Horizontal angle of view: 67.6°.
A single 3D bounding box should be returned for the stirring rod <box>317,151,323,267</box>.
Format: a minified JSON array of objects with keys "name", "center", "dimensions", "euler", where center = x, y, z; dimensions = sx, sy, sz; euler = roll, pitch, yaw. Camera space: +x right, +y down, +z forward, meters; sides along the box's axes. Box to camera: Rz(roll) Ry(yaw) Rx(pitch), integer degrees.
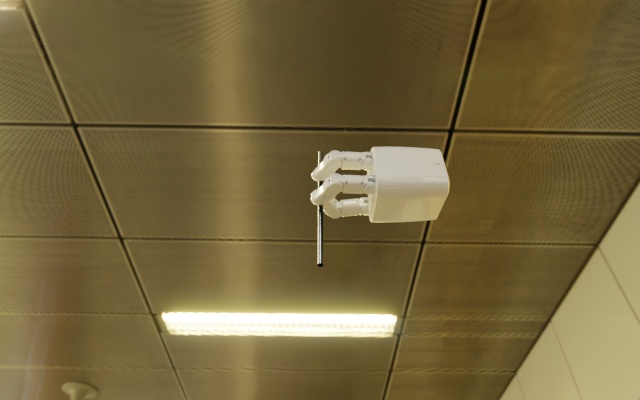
[{"name":"stirring rod","center":[0.000,0.002,0.718],"dimensions":[0.011,0.011,0.239],"euler":[0,44,0]}]
